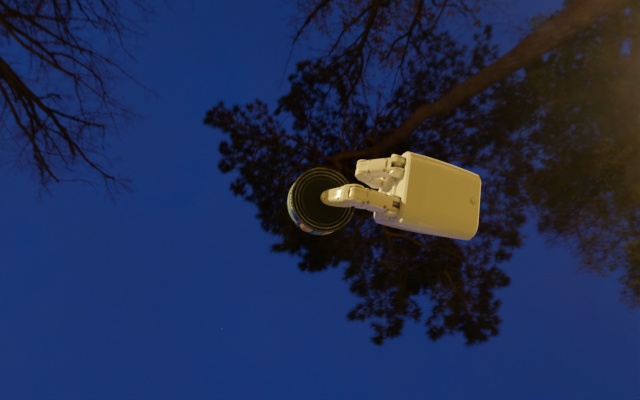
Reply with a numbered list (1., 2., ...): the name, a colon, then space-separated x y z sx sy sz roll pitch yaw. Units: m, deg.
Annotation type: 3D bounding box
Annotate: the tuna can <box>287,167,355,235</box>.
1. tuna can: 0.000 0.002 0.628 0.086 0.086 0.034 0 -13 -17
